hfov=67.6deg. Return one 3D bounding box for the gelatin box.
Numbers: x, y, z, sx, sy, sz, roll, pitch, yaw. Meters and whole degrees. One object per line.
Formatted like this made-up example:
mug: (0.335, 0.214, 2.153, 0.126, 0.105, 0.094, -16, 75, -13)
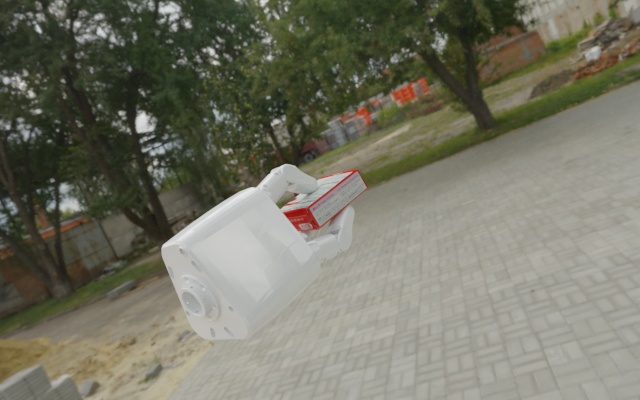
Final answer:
gelatin box: (0.000, 0.001, 0.551, 0.089, 0.030, 0.073, -39, 16, -31)
